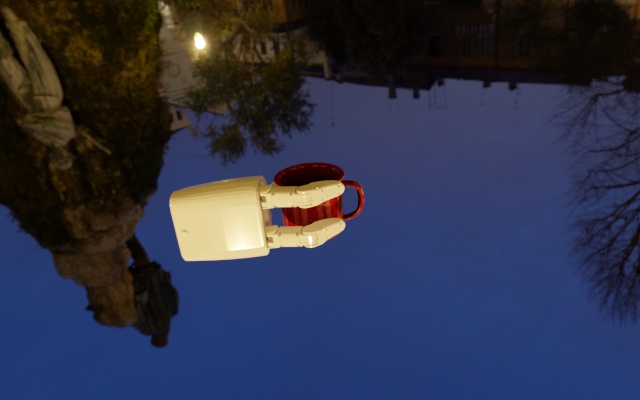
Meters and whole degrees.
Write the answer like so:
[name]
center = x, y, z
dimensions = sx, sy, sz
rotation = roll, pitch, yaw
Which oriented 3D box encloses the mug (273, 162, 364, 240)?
[mug]
center = 0.002, 0.002, 0.639
dimensions = 0.117, 0.081, 0.093
rotation = -5, 25, 1
